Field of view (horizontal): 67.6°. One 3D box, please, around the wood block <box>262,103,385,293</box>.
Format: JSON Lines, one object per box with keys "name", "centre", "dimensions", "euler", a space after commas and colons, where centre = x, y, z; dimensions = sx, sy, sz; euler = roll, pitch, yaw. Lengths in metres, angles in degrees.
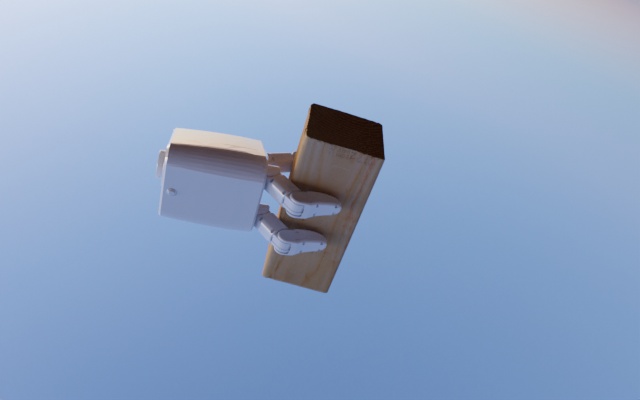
{"name": "wood block", "centre": [0.000, 0.002, 0.582], "dimensions": [0.090, 0.206, 0.090], "euler": [16, 34, -7]}
